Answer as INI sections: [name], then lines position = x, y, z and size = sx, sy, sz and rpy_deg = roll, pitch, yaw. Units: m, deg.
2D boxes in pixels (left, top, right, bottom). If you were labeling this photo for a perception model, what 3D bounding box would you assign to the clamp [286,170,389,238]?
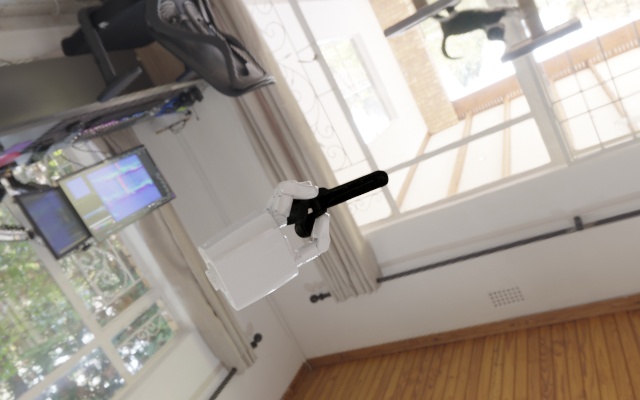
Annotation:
[clamp]
position = 0.000, 0.003, 0.734
size = 0.164, 0.036, 0.210
rpy_deg = -30, 11, -20
